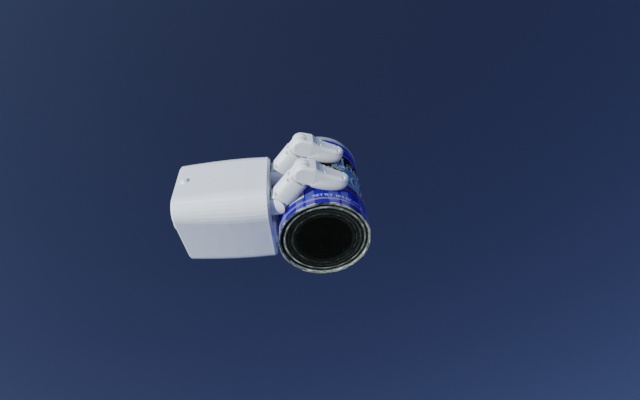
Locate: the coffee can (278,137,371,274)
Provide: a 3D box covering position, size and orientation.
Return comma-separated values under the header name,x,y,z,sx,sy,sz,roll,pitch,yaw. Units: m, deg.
name,x,y,z,sx,sy,sz,roll,pitch,yaw
coffee can,0.000,0.002,0.576,0.103,0.103,0.140,0,37,-5
